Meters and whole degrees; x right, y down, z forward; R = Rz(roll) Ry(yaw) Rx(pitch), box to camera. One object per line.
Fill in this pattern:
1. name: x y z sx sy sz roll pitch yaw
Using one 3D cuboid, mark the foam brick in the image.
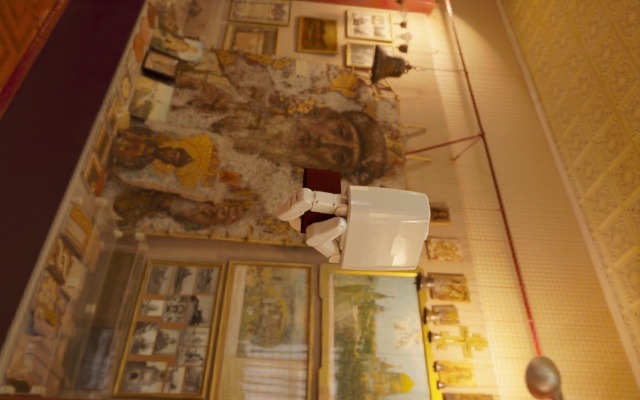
1. foam brick: 0.000 0.002 0.658 0.051 0.078 0.053 3 -38 -4
